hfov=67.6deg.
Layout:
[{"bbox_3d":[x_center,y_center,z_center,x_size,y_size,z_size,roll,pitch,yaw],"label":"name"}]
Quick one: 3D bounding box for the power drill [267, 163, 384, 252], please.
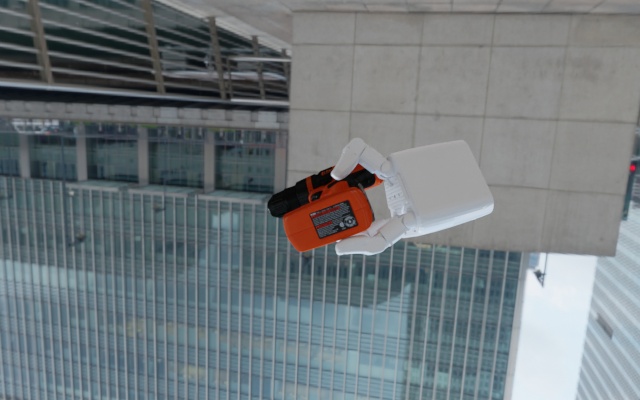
[{"bbox_3d":[0.000,0.002,0.649,0.184,0.057,0.187,-22,16,11],"label":"power drill"}]
